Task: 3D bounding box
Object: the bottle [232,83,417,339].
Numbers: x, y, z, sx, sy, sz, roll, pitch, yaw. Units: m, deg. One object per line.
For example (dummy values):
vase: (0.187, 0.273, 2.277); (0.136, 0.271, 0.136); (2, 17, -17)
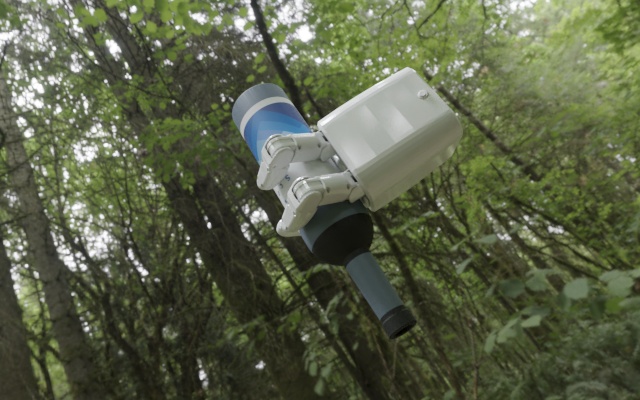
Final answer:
bottle: (0.000, 0.001, 0.472); (0.069, 0.295, 0.069); (-24, -30, -15)
